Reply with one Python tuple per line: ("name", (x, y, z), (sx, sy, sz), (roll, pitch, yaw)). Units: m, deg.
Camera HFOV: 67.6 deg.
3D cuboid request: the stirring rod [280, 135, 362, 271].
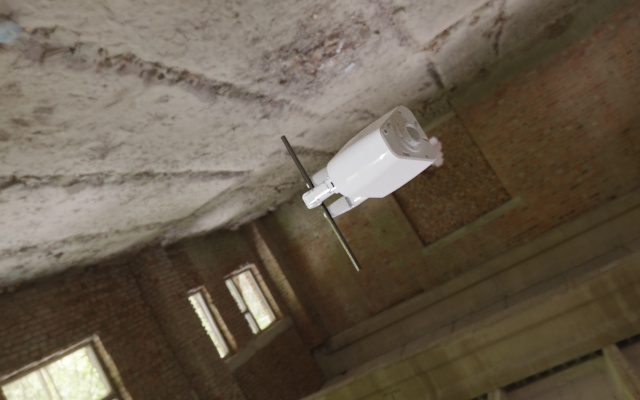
("stirring rod", (0.000, 0.002, 0.741), (0.011, 0.239, 0.011), (-30, -6, -3))
